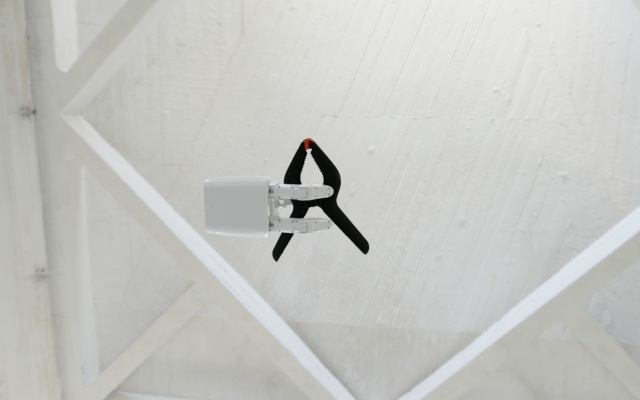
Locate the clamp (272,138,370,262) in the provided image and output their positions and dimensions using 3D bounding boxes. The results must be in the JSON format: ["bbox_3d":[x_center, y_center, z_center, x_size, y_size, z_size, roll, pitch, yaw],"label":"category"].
[{"bbox_3d":[0.000,0.002,0.789,0.164,0.210,0.036,1,11,4],"label":"clamp"}]
